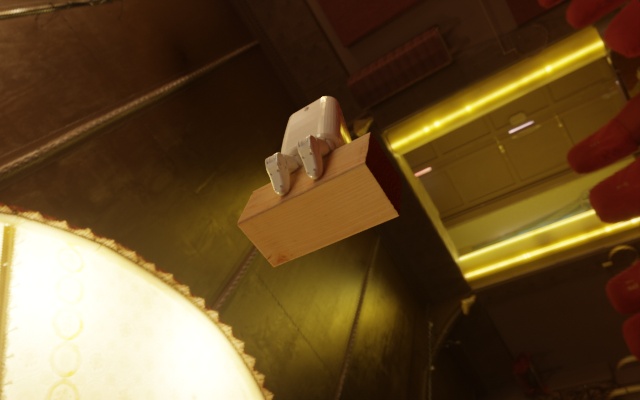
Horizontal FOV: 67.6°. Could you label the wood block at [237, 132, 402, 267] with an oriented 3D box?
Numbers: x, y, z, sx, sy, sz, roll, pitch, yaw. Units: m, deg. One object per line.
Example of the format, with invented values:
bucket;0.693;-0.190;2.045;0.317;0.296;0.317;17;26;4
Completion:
wood block;0.000;0.002;0.666;0.206;0.091;0.090;-25;27;26
